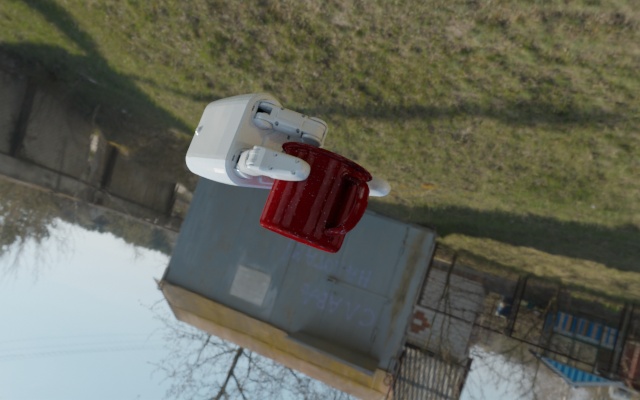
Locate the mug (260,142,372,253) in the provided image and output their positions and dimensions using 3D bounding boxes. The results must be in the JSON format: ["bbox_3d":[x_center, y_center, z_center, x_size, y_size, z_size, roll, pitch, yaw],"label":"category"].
[{"bbox_3d":[0.001,0.002,0.447,0.093,0.081,0.117,27,-10,-39],"label":"mug"}]
